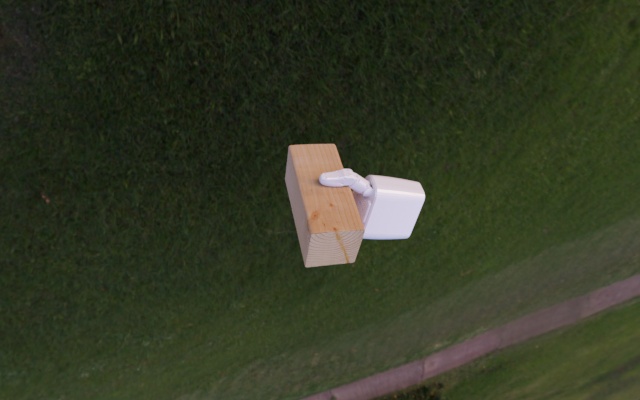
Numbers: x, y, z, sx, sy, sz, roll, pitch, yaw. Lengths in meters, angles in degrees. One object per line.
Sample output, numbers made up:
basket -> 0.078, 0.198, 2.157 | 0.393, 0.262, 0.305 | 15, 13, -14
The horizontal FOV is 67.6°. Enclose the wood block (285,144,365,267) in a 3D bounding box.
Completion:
wood block -> 0.001, 0.003, 0.835 | 0.090, 0.206, 0.091 | -3, -42, -15
